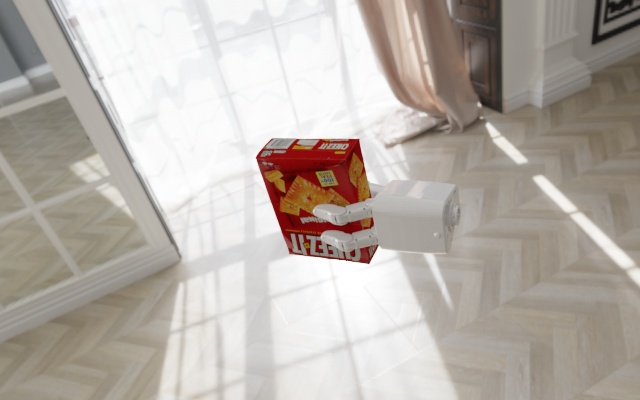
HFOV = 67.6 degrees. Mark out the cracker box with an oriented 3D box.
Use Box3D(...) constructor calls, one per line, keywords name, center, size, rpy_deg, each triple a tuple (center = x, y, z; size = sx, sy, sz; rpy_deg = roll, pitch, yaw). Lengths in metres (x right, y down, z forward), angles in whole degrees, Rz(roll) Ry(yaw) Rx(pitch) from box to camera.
Box3D(name="cracker box", center=(0.000, 0.002, 0.798), size=(0.164, 0.214, 0.072), rpy_deg=(4, 38, 27))
